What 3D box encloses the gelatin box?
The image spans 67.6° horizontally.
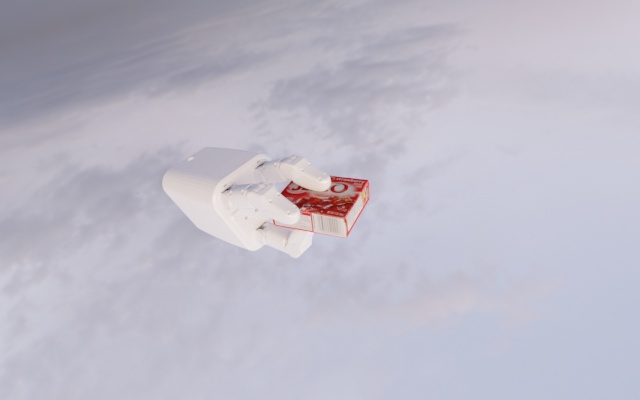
[{"bbox_3d":[0.000,0.002,0.519,0.089,0.030,0.073,9,37,23],"label":"gelatin box"}]
